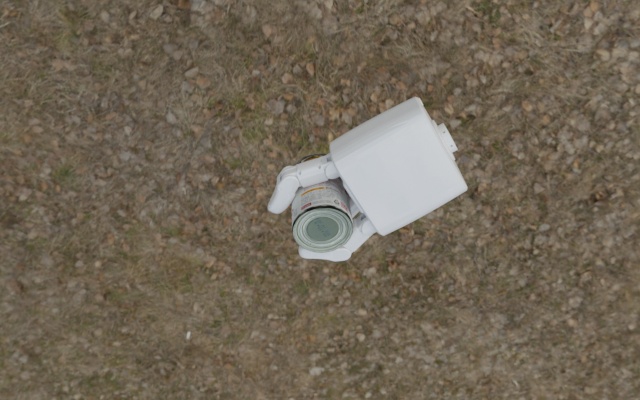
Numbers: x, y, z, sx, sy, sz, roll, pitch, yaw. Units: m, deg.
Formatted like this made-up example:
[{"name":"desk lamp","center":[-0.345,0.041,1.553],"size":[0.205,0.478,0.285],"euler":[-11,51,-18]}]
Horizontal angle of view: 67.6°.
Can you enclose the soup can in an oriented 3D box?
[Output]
[{"name":"soup can","center":[0.000,0.002,0.549],"size":[0.068,0.069,0.102],"euler":[0,38,-4]}]
